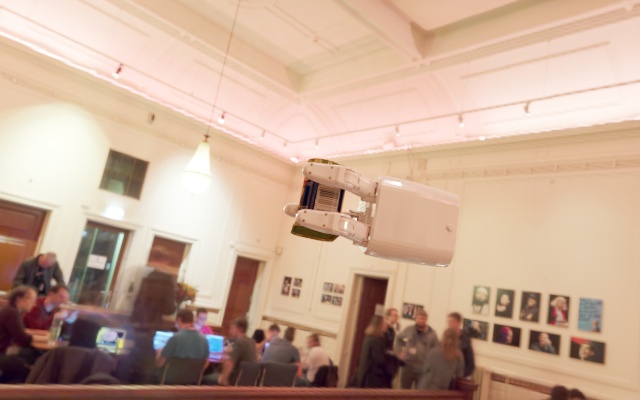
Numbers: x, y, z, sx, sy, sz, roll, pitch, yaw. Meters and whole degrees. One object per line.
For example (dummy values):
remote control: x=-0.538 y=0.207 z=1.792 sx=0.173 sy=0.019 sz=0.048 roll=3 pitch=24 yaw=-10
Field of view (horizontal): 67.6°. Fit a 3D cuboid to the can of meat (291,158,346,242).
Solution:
can of meat: x=0.000 y=0.002 z=0.595 sx=0.057 sy=0.084 sz=0.102 roll=12 pitch=-12 yaw=-3
